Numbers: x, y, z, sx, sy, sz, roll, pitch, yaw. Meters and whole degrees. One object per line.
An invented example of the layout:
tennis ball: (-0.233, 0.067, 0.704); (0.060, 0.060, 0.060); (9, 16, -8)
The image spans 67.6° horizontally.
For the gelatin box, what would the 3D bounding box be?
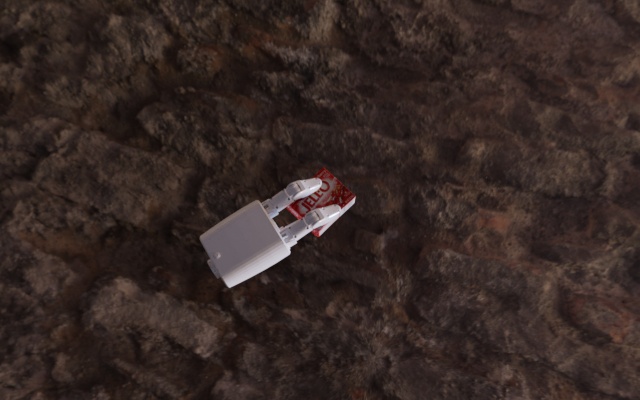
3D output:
gelatin box: (0.000, 0.002, 0.764); (0.089, 0.073, 0.030); (-43, -16, -17)
